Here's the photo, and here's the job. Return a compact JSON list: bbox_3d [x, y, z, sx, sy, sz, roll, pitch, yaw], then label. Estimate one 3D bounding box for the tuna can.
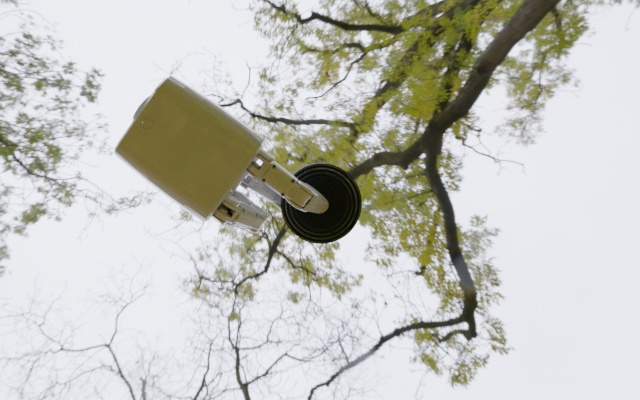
[{"bbox_3d":[0.000,0.002,0.517,0.086,0.086,0.033,0,8,-3],"label":"tuna can"}]
